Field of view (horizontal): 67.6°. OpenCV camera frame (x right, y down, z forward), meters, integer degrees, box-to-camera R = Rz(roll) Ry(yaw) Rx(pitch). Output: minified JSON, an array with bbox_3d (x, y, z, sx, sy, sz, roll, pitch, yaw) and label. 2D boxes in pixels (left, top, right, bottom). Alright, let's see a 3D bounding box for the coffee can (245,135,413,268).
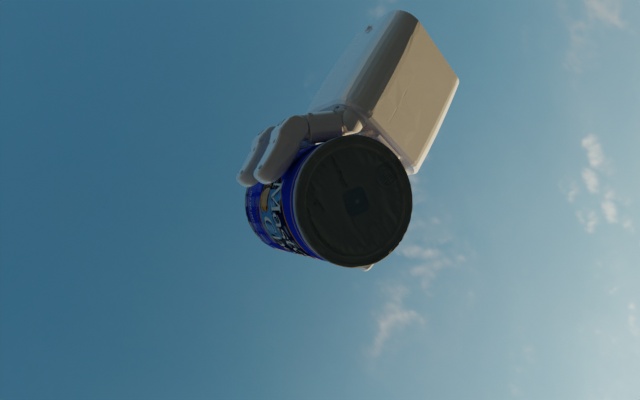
[{"bbox_3d":[0.000,0.002,0.428,0.103,0.103,0.140,0,-1,-24],"label":"coffee can"}]
